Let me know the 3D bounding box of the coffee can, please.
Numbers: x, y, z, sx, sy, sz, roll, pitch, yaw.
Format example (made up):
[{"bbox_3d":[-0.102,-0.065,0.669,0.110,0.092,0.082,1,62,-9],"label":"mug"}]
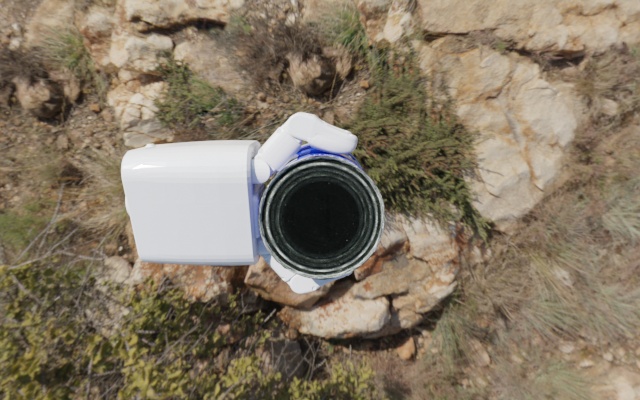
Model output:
[{"bbox_3d":[0.000,0.002,0.450,0.103,0.103,0.140,0,11,-1],"label":"coffee can"}]
